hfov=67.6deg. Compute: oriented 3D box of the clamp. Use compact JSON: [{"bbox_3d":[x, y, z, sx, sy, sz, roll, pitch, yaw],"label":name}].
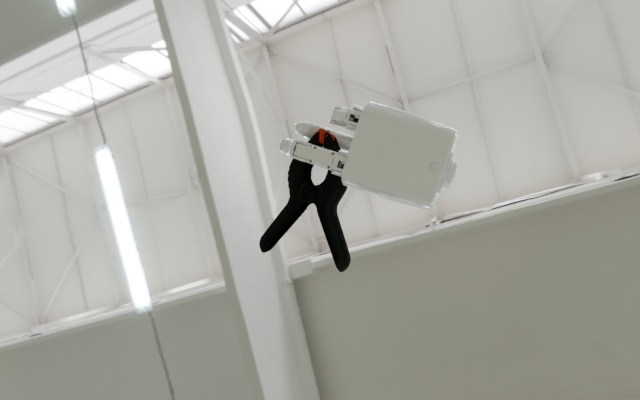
[{"bbox_3d":[0.000,0.002,0.585,0.120,0.171,0.039,20,5,16],"label":"clamp"}]
